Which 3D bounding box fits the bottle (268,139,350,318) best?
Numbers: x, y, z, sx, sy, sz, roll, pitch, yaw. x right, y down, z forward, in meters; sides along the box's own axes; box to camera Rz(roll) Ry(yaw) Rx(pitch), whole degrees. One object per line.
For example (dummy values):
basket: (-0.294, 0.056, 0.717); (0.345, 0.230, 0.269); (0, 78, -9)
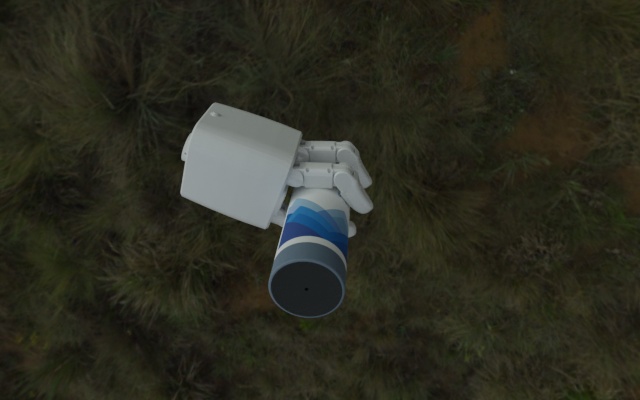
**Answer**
bottle: (0.000, 0.002, 0.535); (0.069, 0.069, 0.295); (0, 31, 6)
